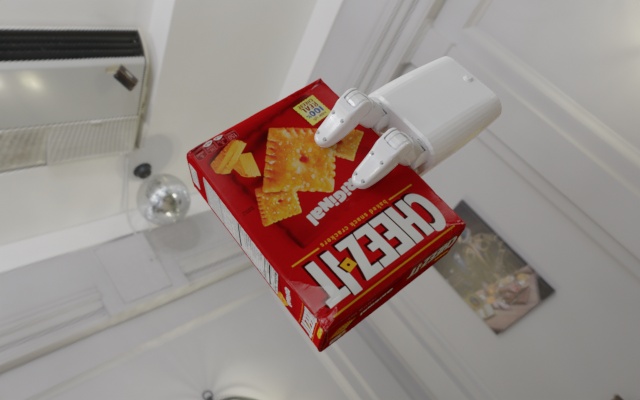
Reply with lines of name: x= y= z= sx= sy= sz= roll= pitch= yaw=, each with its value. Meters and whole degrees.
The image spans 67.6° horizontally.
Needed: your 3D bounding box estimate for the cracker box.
cracker box: x=0.000 y=0.001 z=0.453 sx=0.164 sy=0.213 sz=0.072 roll=-33 pitch=-23 yaw=-21
